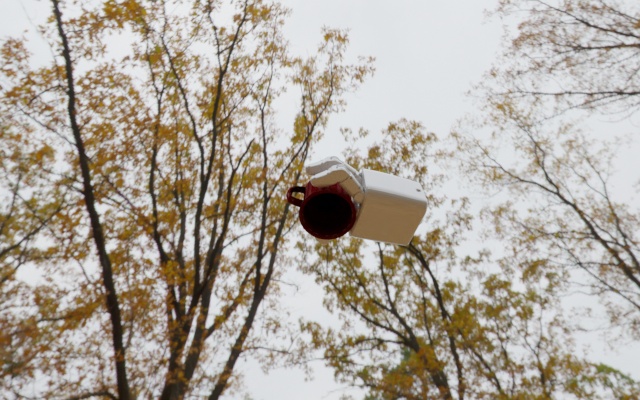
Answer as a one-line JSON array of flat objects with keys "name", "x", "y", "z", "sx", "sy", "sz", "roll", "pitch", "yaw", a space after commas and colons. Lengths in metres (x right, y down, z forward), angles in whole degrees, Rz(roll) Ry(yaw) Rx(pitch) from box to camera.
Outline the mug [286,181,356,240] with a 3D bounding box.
[{"name": "mug", "x": -0.001, "y": 0.002, "z": 0.799, "sx": 0.117, "sy": 0.093, "sz": 0.081, "roll": 13, "pitch": 28, "yaw": -6}]
